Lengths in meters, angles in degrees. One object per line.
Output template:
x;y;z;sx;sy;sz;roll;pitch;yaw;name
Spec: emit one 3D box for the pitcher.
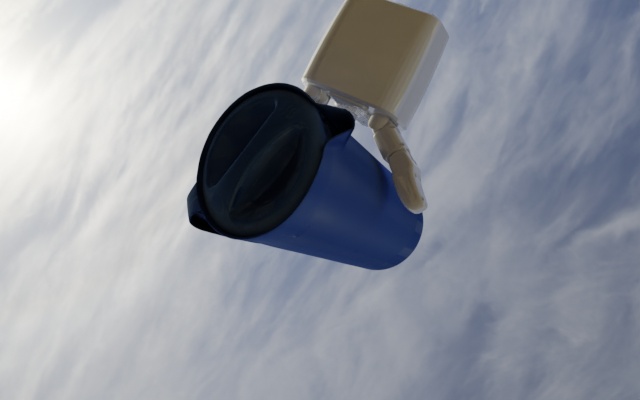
0.000;0.001;0.477;0.149;0.145;0.243;23;-3;38;pitcher
